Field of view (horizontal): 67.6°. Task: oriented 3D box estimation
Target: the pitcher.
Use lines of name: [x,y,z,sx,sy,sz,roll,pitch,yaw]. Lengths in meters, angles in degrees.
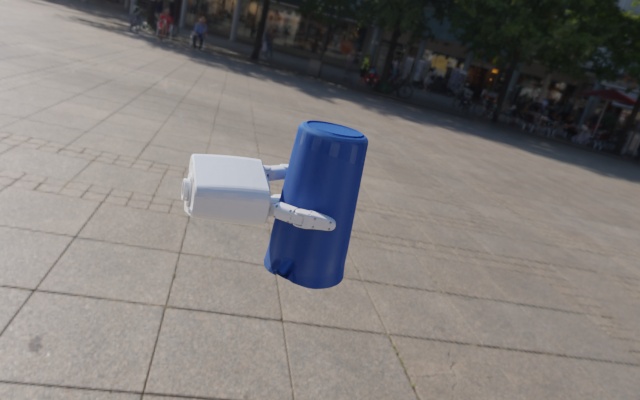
pitcher: [0.000,0.002,0.757,0.145,0.243,0.149,6,20,-21]
